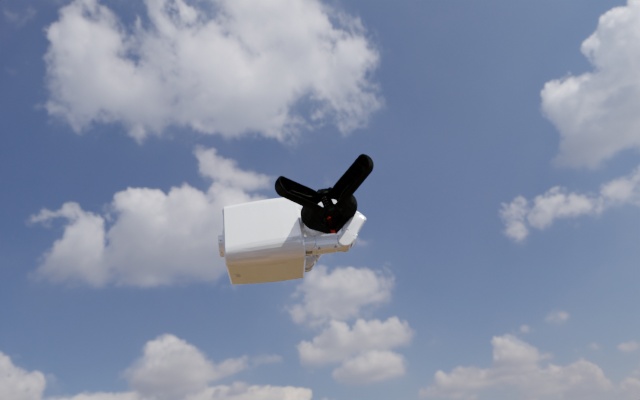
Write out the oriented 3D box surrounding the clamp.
[{"bbox_3d":[0.000,0.002,0.627,0.120,0.039,0.172,-6,-31,-8],"label":"clamp"}]
